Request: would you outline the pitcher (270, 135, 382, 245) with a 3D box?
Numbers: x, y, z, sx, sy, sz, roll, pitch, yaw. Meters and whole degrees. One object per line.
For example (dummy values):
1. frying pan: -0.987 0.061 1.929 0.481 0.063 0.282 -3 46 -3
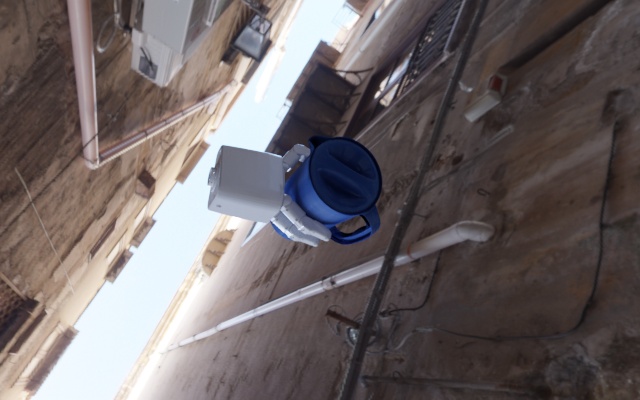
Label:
1. pitcher: 0.000 0.003 0.852 0.145 0.149 0.243 12 -23 -21
